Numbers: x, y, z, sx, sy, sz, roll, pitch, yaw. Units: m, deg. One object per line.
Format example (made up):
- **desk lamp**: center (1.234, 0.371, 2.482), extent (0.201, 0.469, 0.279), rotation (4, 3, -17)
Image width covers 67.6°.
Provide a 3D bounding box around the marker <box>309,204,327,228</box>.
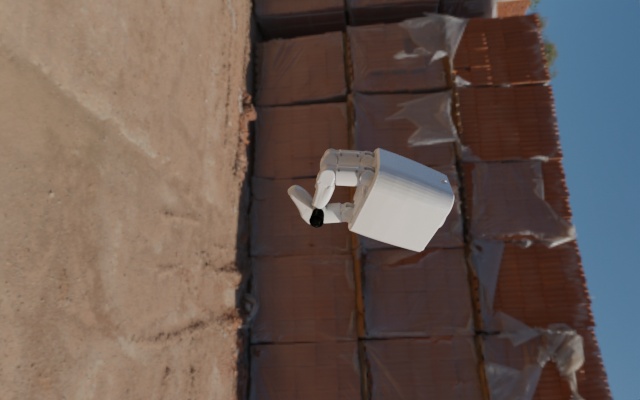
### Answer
- **marker**: center (0.000, 0.002, 0.654), extent (0.020, 0.020, 0.121), rotation (0, 27, 6)
